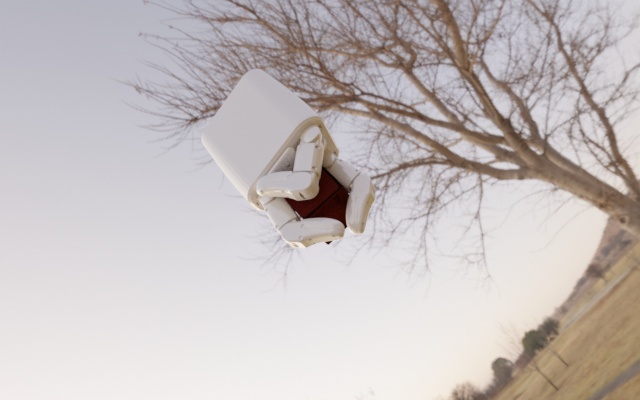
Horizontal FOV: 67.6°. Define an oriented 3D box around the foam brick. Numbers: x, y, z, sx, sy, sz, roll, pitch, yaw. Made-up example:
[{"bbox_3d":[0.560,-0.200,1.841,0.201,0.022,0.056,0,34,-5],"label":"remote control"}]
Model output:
[{"bbox_3d":[0.000,0.002,0.504,0.051,0.053,0.078,45,-4,29],"label":"foam brick"}]
